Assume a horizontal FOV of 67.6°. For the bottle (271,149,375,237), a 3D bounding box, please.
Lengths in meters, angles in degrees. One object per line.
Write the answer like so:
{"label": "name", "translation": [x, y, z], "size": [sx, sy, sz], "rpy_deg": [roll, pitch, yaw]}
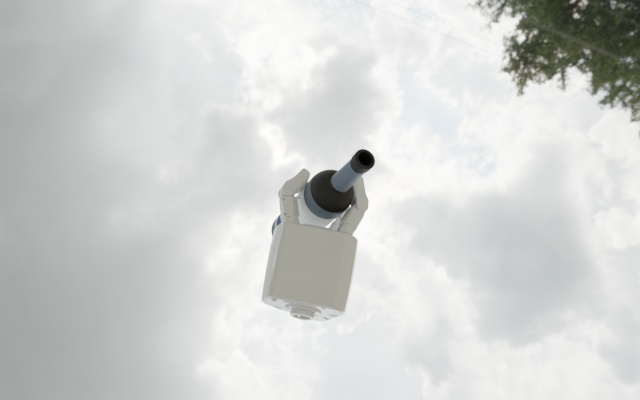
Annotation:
{"label": "bottle", "translation": [0.000, 0.002, 0.703], "size": [0.069, 0.069, 0.296], "rpy_deg": [0, -21, -23]}
